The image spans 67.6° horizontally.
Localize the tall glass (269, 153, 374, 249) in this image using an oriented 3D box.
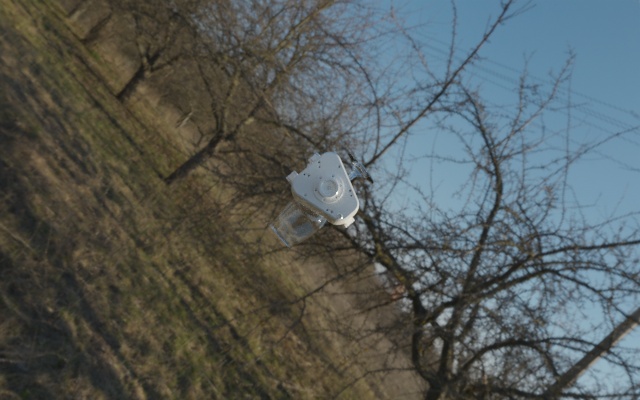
[{"bbox_3d":[0.001,0.003,0.893,0.201,0.079,0.079,-40,2,-3],"label":"tall glass"}]
